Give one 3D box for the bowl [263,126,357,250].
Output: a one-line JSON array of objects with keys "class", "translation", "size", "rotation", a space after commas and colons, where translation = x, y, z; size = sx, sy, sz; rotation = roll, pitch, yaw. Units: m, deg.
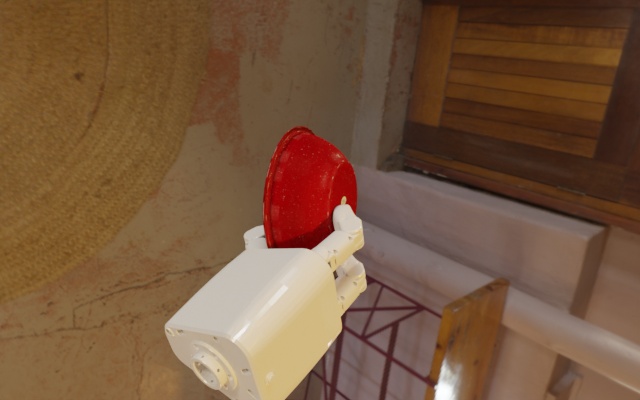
[{"class": "bowl", "translation": [0.001, 0.001, 0.516], "size": [0.055, 0.162, 0.162], "rotation": [4, 2, 22]}]
